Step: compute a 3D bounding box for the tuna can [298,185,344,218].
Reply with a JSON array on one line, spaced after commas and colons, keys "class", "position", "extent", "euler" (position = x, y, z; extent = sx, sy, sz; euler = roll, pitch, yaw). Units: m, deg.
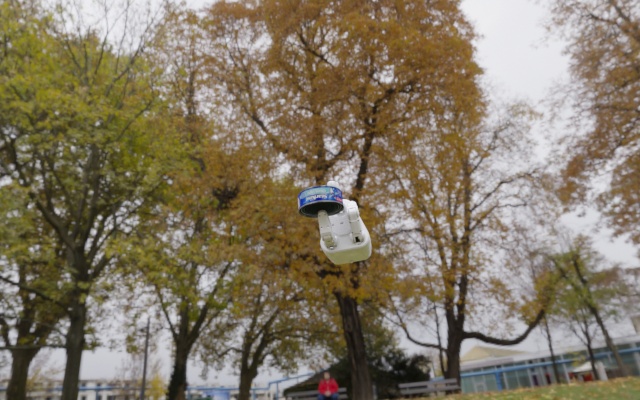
[{"class": "tuna can", "position": [0.000, 0.002, 0.899], "extent": [0.086, 0.033, 0.086], "euler": [-5, -21, -2]}]
